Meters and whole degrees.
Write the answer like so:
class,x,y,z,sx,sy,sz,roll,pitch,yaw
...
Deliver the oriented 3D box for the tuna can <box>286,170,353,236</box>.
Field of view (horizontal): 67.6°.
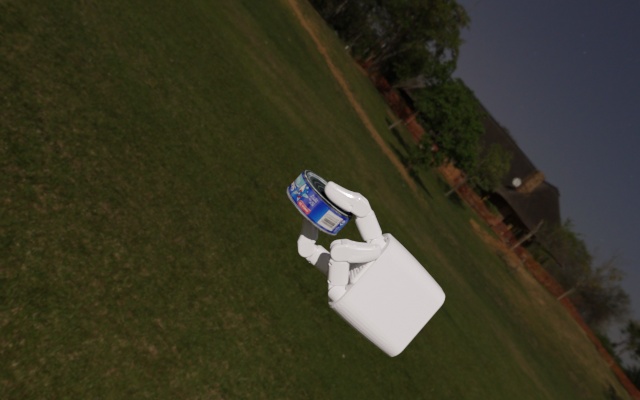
class,x,y,z,sx,sy,sz,roll,pitch,yaw
tuna can,0.000,0.002,0.601,0.034,0.086,0.086,-46,-14,14
